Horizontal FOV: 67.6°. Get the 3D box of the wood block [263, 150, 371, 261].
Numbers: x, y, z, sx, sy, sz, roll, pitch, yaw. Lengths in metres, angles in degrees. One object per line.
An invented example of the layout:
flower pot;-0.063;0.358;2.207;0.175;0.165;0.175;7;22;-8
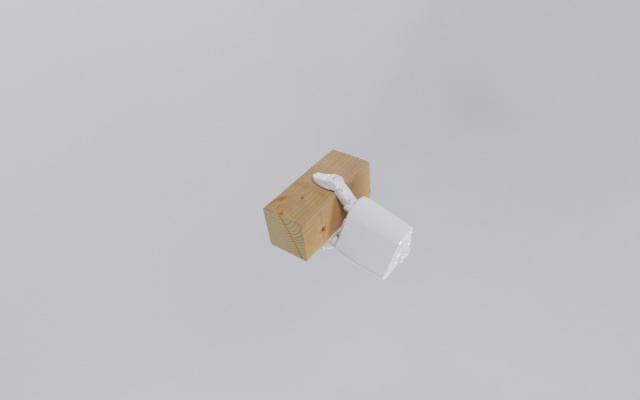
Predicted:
wood block;0.000;0.003;0.891;0.090;0.091;0.206;23;48;30
